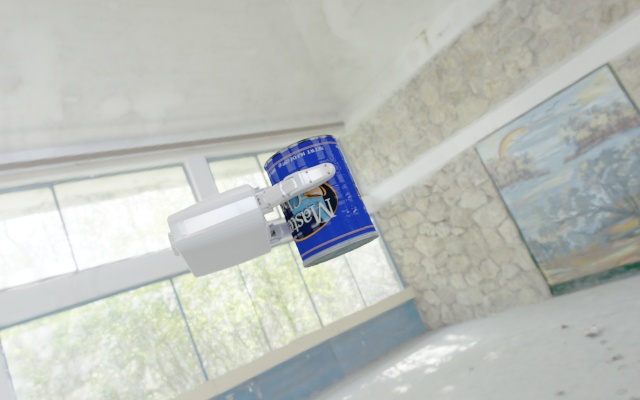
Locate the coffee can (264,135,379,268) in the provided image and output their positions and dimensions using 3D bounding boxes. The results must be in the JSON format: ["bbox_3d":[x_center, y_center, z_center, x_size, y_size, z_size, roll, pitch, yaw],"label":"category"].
[{"bbox_3d":[0.000,0.002,0.610,0.103,0.140,0.103,-22,-11,-4],"label":"coffee can"}]
